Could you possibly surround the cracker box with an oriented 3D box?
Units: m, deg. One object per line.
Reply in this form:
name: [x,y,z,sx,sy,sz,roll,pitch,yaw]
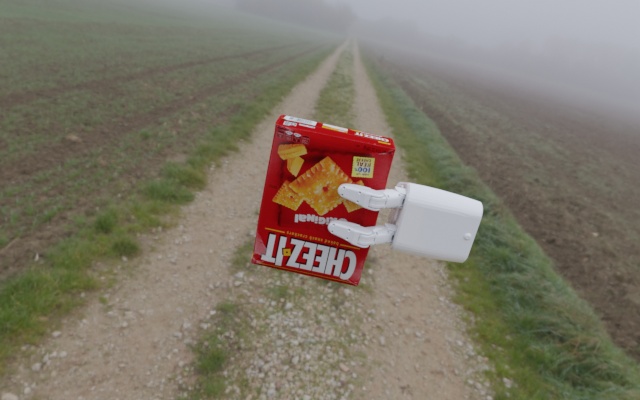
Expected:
cracker box: [0.000,0.002,0.680,0.164,0.214,0.072,13,20,0]
